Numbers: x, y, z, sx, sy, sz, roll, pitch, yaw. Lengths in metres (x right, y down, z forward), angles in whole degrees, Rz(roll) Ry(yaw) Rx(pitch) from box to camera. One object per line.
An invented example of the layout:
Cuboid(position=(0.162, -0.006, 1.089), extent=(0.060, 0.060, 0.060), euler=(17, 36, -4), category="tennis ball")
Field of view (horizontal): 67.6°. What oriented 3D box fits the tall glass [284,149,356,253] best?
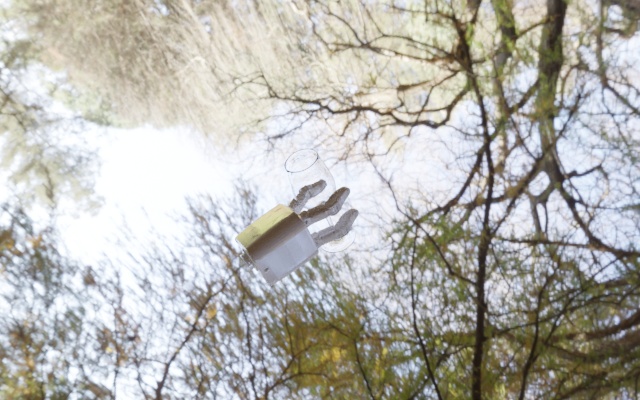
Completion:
Cuboid(position=(0.000, 0.003, 0.862), extent=(0.079, 0.201, 0.079), euler=(-15, 40, 12), category="tall glass")
